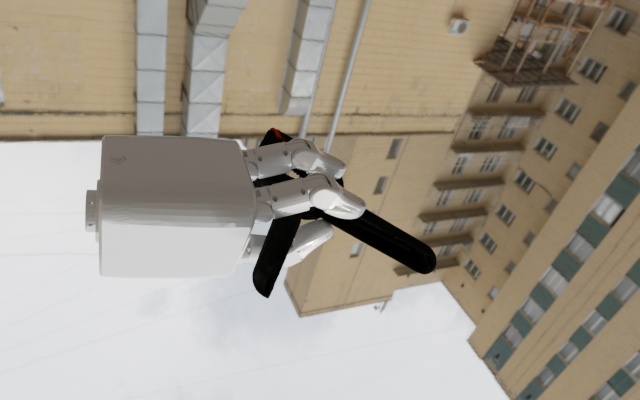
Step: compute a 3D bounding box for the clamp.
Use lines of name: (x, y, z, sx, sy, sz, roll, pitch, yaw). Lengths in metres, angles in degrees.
clamp: (-0.001, 0.002, 0.437, 0.164, 0.036, 0.209, 3, 37, -25)
